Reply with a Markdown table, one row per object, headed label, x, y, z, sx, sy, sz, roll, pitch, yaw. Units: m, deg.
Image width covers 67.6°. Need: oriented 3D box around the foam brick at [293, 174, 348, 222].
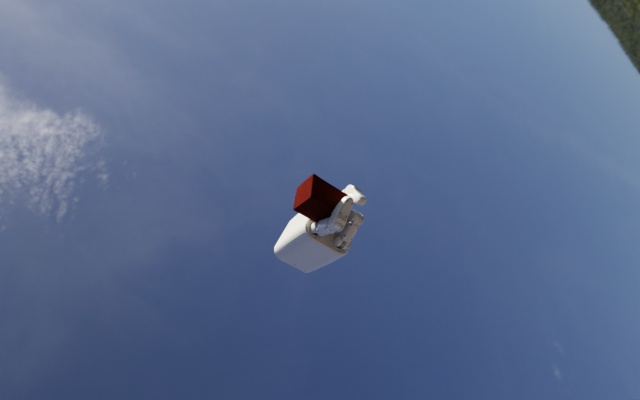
| label | x | y | z | sx | sy | sz | roll | pitch | yaw |
| --- | --- | --- | --- | --- | --- | --- | --- | --- | --- |
| foam brick | 0.000 | 0.002 | 0.816 | 0.078 | 0.053 | 0.051 | 31 | -43 | -26 |
